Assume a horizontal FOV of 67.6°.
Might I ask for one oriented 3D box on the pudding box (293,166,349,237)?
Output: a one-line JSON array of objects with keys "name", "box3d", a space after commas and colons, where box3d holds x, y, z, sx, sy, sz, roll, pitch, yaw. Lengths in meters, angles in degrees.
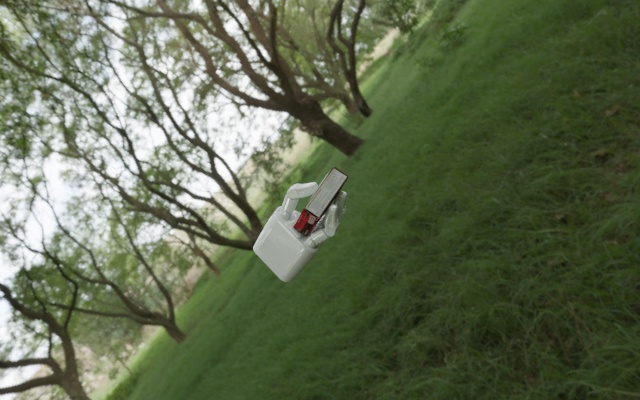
[{"name": "pudding box", "box3d": [0.000, 0.003, 0.888, 0.039, 0.113, 0.090, 33, -30, -1]}]
